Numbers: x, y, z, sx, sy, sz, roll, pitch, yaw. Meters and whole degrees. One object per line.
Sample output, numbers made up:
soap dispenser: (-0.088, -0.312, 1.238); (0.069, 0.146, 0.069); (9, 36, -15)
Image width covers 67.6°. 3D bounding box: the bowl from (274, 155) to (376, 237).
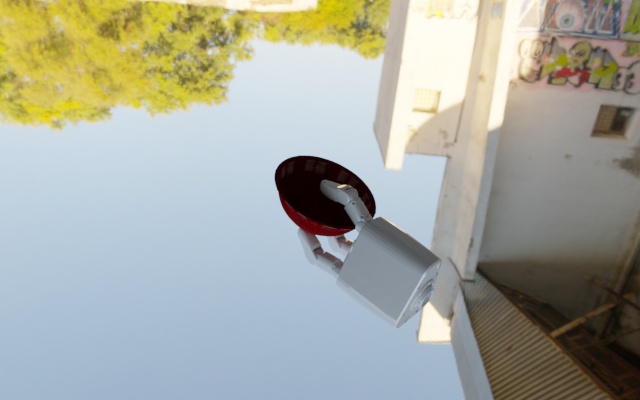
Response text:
bowl: (-0.001, 0.002, 0.723); (0.162, 0.055, 0.162); (16, 38, -13)
